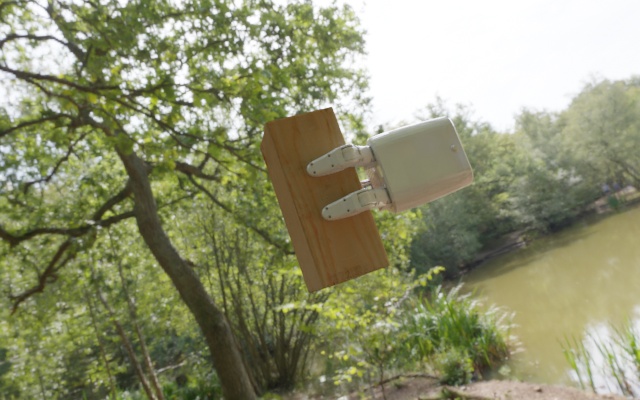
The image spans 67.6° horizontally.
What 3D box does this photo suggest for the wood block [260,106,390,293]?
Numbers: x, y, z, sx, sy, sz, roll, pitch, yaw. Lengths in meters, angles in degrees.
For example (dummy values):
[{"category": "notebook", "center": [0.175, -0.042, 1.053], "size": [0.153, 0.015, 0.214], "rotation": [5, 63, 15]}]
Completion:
[{"category": "wood block", "center": [0.000, 0.002, 0.601], "size": [0.090, 0.206, 0.091], "rotation": [-17, -10, -15]}]
